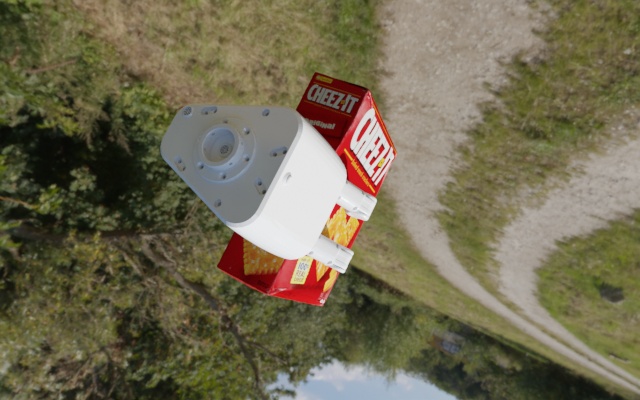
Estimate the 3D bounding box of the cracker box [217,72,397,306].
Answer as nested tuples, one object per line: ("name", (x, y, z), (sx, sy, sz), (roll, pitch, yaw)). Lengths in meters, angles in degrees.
("cracker box", (0.000, 0.002, 0.514), (0.072, 0.213, 0.164), (24, -8, 23))
